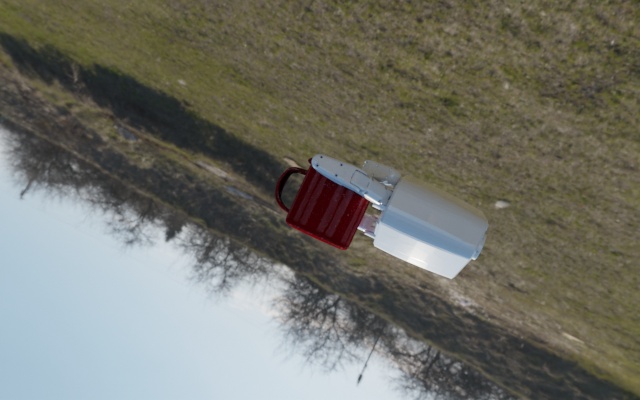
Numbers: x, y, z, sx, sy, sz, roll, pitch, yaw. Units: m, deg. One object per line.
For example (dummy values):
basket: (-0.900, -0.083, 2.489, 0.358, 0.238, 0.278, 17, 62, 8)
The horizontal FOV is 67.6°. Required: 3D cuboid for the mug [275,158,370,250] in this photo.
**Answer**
mug: (-0.001, 0.001, 0.564, 0.117, 0.081, 0.093, 24, -6, 11)
